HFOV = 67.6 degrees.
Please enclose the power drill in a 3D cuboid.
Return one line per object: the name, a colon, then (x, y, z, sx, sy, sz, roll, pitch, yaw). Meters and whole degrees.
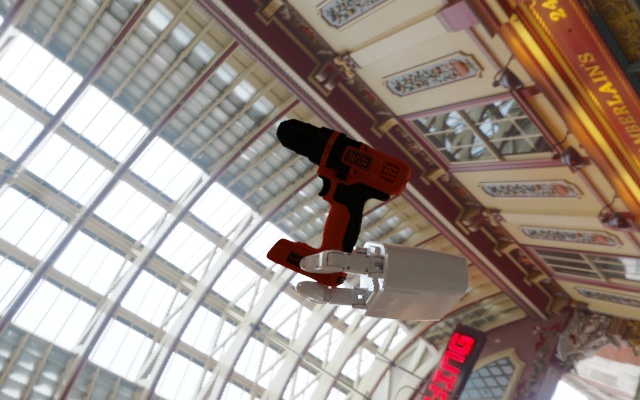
power drill: (0.000, 0.003, 0.615, 0.184, 0.187, 0.057, 23, 0, 12)
